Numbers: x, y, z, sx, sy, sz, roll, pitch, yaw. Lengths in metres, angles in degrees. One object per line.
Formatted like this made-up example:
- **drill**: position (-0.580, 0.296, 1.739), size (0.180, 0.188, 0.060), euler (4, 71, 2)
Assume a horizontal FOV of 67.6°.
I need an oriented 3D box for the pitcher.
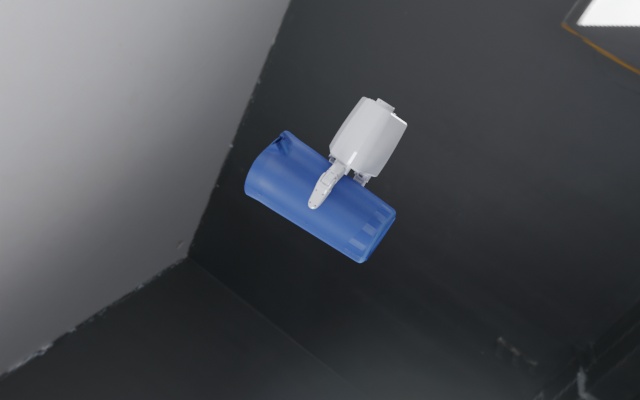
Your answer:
- **pitcher**: position (0.000, 0.003, 0.825), size (0.243, 0.145, 0.149), euler (34, 12, 11)
